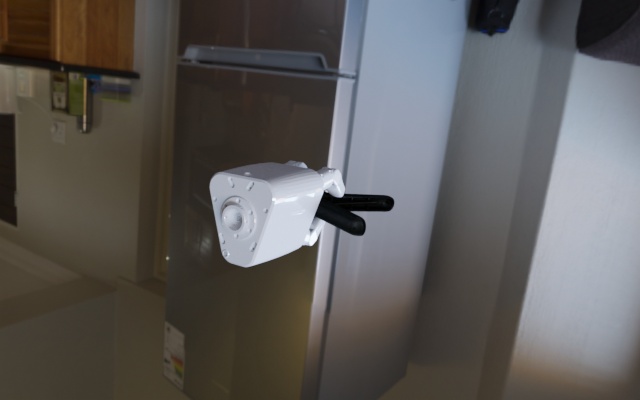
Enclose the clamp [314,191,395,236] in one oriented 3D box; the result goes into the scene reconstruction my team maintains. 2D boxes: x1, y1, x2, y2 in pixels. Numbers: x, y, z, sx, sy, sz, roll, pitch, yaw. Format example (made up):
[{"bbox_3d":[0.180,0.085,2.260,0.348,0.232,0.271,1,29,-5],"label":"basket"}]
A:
[{"bbox_3d":[-0.001,0.003,0.703,0.210,0.036,0.164,13,15,27],"label":"clamp"}]
